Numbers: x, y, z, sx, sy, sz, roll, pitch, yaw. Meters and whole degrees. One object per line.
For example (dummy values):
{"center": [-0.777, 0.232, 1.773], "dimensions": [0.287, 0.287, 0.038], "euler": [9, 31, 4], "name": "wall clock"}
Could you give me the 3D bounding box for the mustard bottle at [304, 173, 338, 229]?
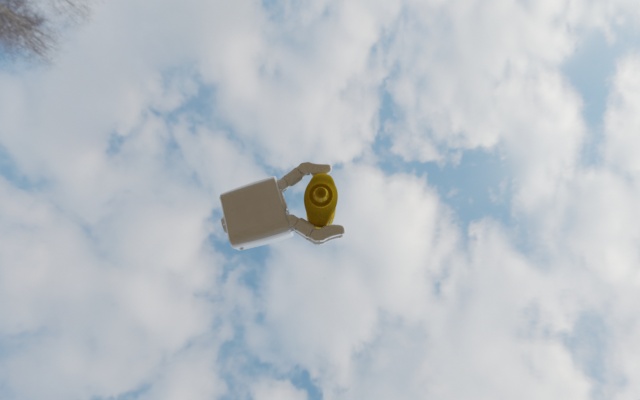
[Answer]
{"center": [0.000, 0.003, 0.855], "dimensions": [0.058, 0.096, 0.192], "euler": [7, -9, 2], "name": "mustard bottle"}
